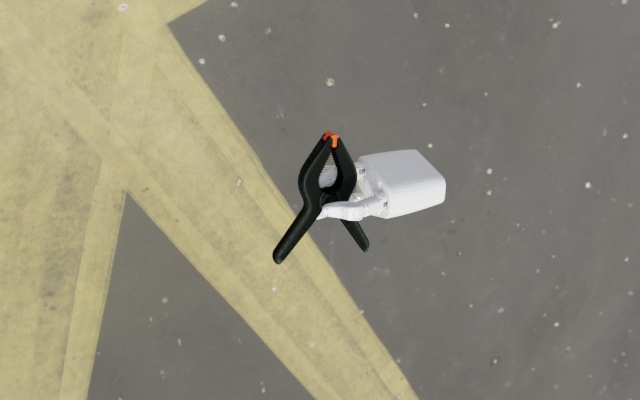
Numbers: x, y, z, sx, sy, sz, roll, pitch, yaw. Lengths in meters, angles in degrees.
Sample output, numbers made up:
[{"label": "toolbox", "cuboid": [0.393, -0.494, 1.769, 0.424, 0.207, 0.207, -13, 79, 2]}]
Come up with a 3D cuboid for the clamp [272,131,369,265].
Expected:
[{"label": "clamp", "cuboid": [0.001, 0.002, 0.723, 0.164, 0.210, 0.036, -12, 25, -21]}]
